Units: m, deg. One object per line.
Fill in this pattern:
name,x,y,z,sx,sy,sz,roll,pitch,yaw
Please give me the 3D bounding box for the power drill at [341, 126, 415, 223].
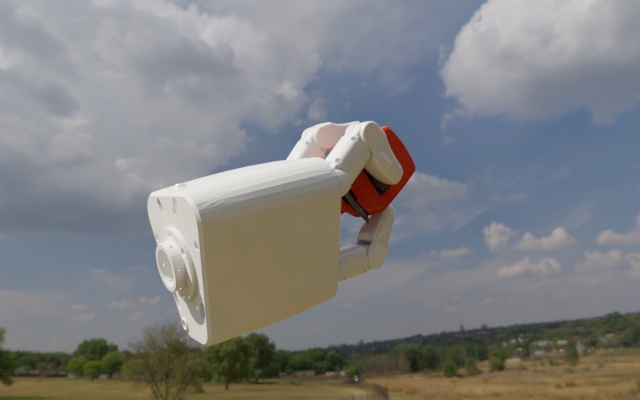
power drill,0.000,0.001,0.475,0.188,0.057,0.184,-33,7,38
